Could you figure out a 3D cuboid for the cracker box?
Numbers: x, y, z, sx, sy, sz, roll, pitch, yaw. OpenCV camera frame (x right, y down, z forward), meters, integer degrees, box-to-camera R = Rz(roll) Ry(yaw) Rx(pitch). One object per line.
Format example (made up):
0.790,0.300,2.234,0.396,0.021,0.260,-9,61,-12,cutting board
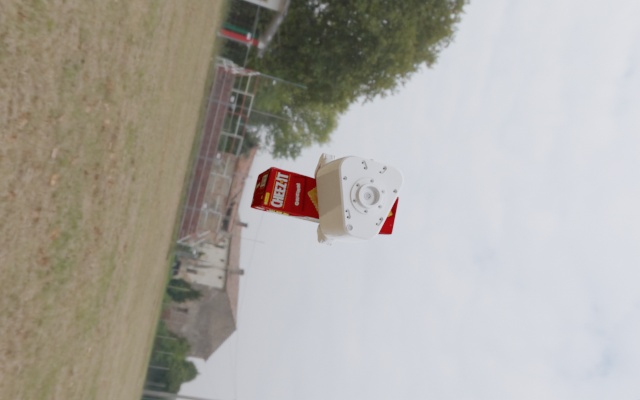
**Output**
0.000,0.003,0.807,0.214,0.072,0.164,14,-5,-14,cracker box
